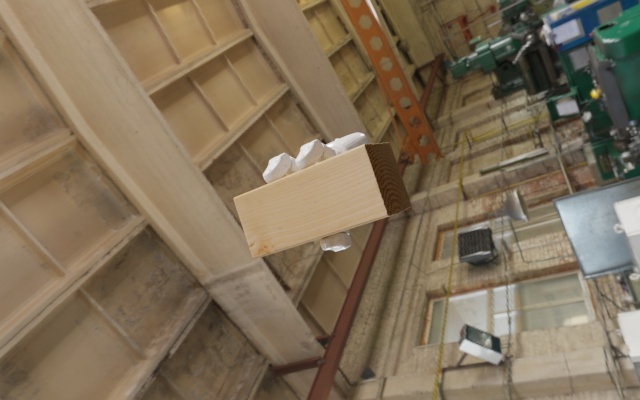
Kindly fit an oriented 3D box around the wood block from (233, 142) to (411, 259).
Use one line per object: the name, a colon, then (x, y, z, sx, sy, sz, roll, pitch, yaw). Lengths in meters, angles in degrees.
wood block: (0.000, 0.002, 0.634, 0.206, 0.091, 0.090, -20, -3, 29)
